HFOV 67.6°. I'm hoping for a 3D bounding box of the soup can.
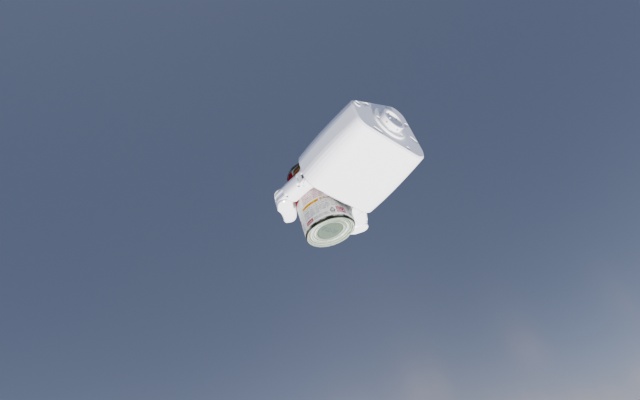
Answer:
[{"bbox_3d":[0.000,0.003,0.637,0.068,0.102,0.069,-13,-35,-9],"label":"soup can"}]
